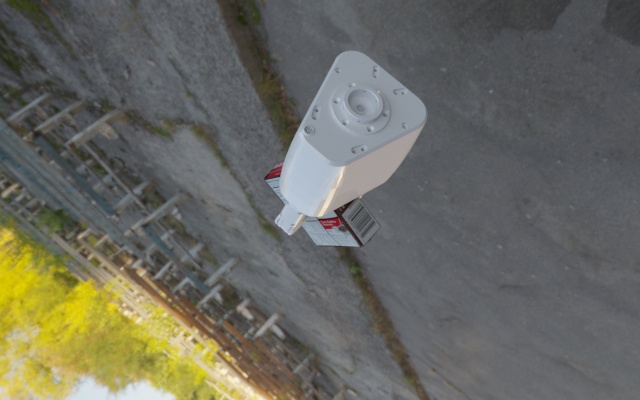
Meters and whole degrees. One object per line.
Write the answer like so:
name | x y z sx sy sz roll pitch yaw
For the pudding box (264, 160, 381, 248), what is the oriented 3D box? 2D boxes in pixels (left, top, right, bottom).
pudding box | 0.000 0.002 0.534 0.039 0.113 0.090 -46 21 -27
